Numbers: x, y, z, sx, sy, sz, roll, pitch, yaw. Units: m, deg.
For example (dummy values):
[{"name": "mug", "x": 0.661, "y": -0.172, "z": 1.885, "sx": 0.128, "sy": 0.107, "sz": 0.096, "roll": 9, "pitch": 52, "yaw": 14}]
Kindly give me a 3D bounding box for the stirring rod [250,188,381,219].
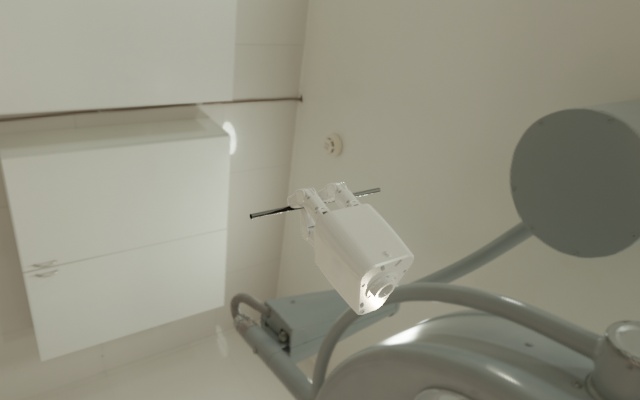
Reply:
[{"name": "stirring rod", "x": 0.000, "y": 0.003, "z": 0.743, "sx": 0.239, "sy": 0.011, "sz": 0.011, "roll": -12, "pitch": 6, "yaw": -33}]
